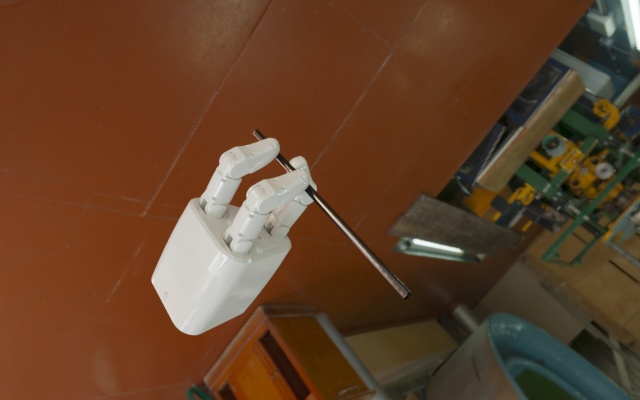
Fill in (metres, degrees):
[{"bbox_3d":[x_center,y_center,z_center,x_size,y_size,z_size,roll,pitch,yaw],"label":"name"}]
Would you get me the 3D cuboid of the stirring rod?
[{"bbox_3d":[0.000,0.001,0.439,0.011,0.011,0.239,0,38,-46],"label":"stirring rod"}]
